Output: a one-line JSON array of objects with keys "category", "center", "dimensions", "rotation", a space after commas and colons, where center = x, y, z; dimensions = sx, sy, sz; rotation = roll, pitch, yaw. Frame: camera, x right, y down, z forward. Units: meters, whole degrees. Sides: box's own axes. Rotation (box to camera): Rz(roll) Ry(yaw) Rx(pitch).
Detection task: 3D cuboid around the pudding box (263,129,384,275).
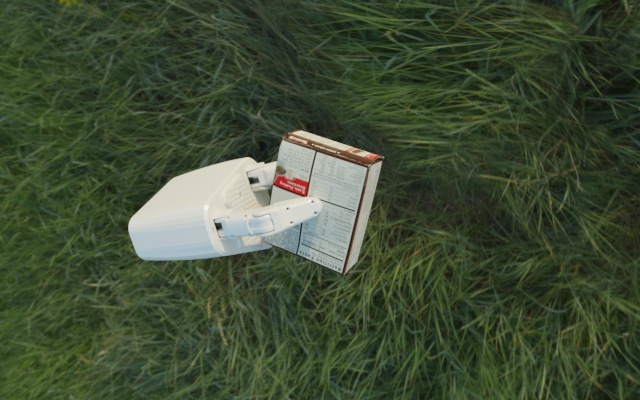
[{"category": "pudding box", "center": [0.000, 0.001, 0.442], "dimensions": [0.090, 0.113, 0.039], "rotation": [20, 26, 18]}]
